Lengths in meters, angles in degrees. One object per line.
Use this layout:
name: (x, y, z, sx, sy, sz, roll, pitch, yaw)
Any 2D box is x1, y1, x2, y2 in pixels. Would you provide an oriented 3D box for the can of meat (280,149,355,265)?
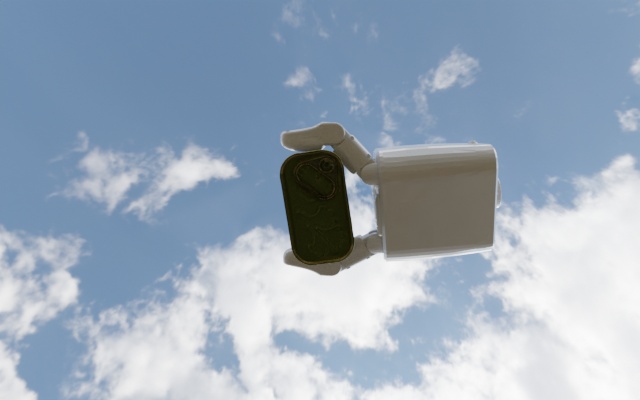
can of meat: (0.000, 0.002, 0.462, 0.057, 0.102, 0.084, -8, 7, 5)
